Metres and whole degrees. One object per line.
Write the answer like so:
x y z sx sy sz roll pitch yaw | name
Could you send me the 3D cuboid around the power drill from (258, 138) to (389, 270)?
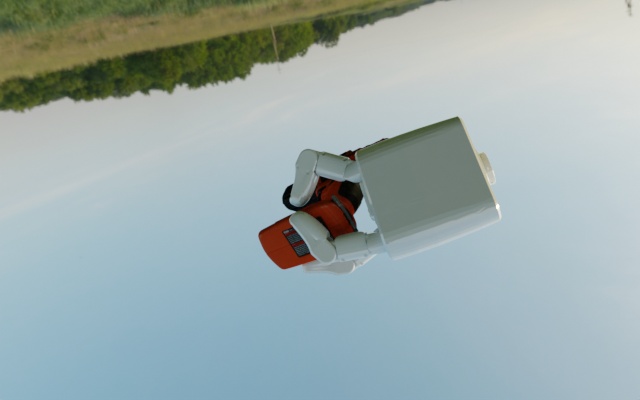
0.000 0.002 0.569 0.184 0.057 0.187 -25 17 31 | power drill
